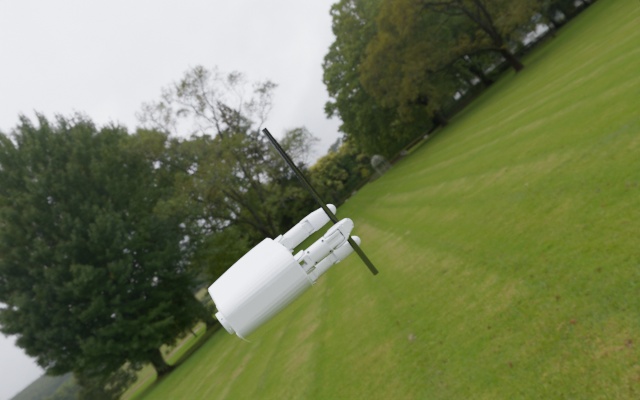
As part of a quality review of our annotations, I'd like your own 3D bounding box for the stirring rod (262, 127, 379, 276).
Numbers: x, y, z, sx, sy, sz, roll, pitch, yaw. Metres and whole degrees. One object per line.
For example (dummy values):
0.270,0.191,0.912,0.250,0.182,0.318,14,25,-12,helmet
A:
0.000,0.002,0.626,0.011,0.239,0.011,-38,3,2,stirring rod
